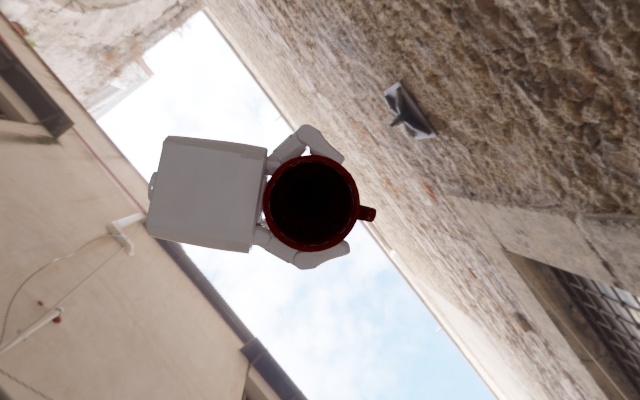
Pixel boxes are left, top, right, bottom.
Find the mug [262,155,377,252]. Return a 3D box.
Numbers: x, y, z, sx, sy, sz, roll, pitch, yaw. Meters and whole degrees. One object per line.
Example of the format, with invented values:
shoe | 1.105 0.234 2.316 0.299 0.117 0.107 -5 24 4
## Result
mug | 0.001 0.002 0.492 0.117 0.093 0.081 10 5 -6
